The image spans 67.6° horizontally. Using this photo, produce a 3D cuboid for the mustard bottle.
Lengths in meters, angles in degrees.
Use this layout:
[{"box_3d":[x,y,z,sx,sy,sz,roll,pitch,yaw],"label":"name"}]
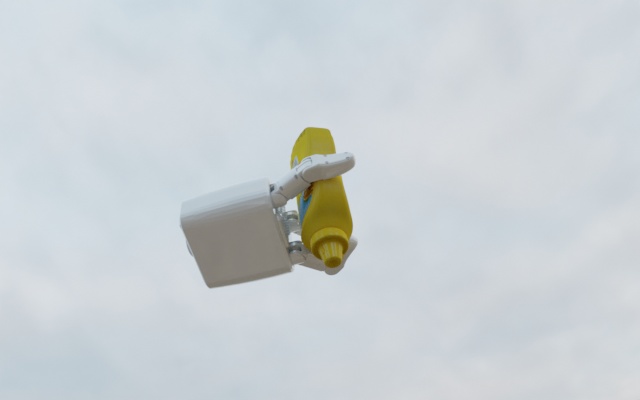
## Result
[{"box_3d":[0.000,0.002,0.563,0.058,0.096,0.191,4,40,-13],"label":"mustard bottle"}]
